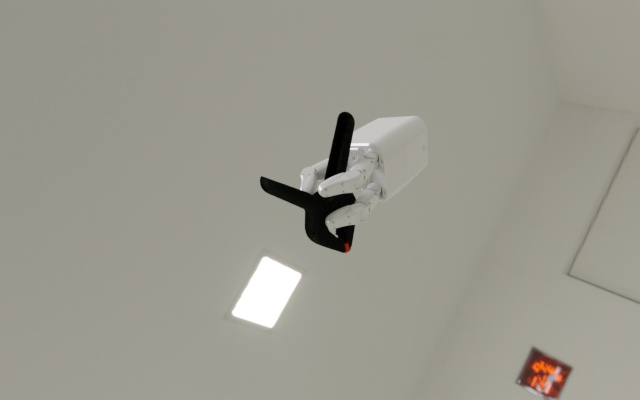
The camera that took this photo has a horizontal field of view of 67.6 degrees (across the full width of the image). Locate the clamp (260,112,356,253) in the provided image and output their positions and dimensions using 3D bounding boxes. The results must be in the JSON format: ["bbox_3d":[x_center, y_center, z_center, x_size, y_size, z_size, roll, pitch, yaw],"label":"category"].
[{"bbox_3d":[0.000,0.002,0.667,0.164,0.210,0.036,-35,41,-29],"label":"clamp"}]
